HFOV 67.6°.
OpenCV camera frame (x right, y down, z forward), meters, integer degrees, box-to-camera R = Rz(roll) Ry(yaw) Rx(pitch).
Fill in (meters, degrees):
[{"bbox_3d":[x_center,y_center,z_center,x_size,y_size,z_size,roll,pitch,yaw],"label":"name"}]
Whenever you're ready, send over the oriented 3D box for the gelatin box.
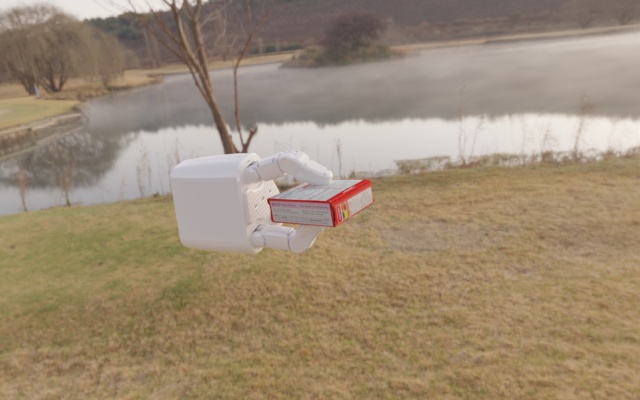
[{"bbox_3d":[0.000,0.001,0.507,0.089,0.030,0.073,1,19,39],"label":"gelatin box"}]
